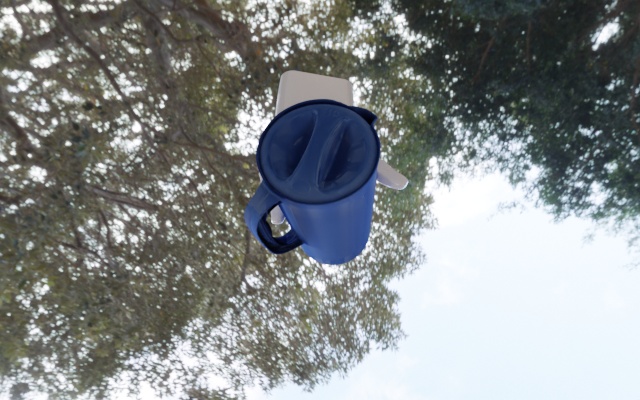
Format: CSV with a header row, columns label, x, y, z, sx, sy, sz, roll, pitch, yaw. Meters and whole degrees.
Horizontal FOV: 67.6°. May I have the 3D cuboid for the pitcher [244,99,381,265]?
label,x,y,z,sx,sy,sz,roll,pitch,yaw
pitcher,0.000,0.002,0.606,0.149,0.145,0.243,-2,-27,5
